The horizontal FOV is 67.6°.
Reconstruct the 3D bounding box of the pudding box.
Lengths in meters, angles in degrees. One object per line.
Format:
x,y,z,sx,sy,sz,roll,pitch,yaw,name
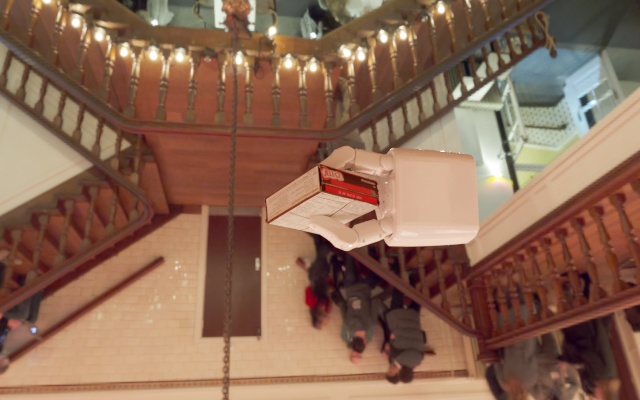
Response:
0.000,0.002,0.568,0.090,0.039,0.113,15,-32,-36,pudding box
